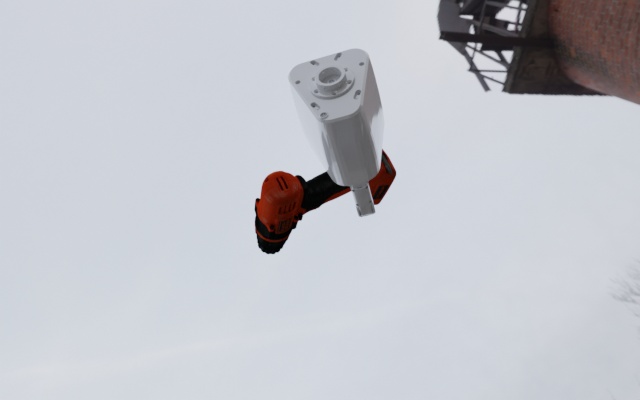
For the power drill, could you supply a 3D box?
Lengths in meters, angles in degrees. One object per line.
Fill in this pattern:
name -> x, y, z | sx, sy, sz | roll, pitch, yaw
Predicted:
power drill -> 0.001, 0.002, 0.646 | 0.187, 0.057, 0.184 | -22, -20, -21
